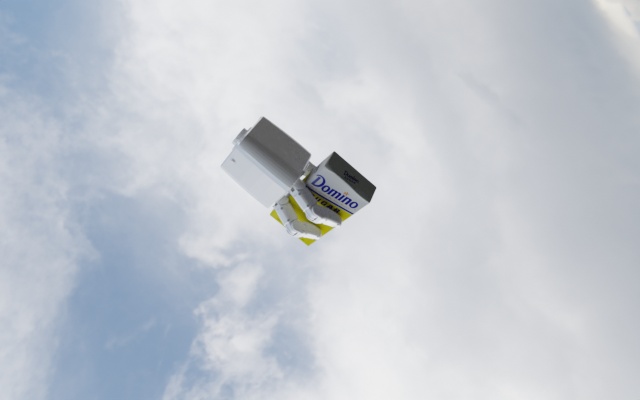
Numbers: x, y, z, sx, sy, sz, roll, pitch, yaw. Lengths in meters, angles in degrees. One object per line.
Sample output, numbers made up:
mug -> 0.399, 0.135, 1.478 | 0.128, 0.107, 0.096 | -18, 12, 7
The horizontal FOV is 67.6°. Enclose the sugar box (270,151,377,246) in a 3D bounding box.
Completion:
sugar box -> 0.000, 0.003, 0.785 | 0.093, 0.048, 0.176 | 39, -41, -11
